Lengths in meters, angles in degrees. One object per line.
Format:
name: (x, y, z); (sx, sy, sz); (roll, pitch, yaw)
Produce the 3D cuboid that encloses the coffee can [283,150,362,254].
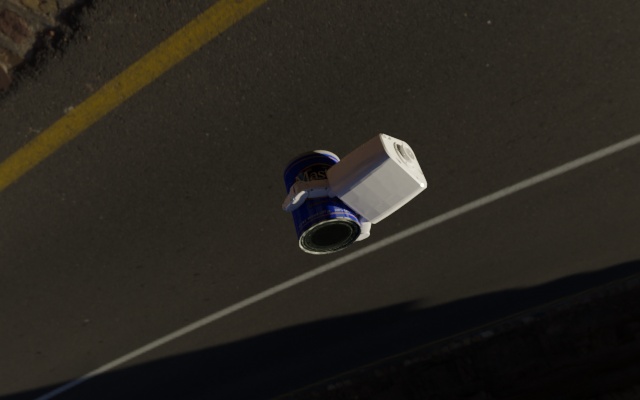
coffee can: (0.000, 0.003, 0.789); (0.103, 0.140, 0.103); (-10, -34, -7)
